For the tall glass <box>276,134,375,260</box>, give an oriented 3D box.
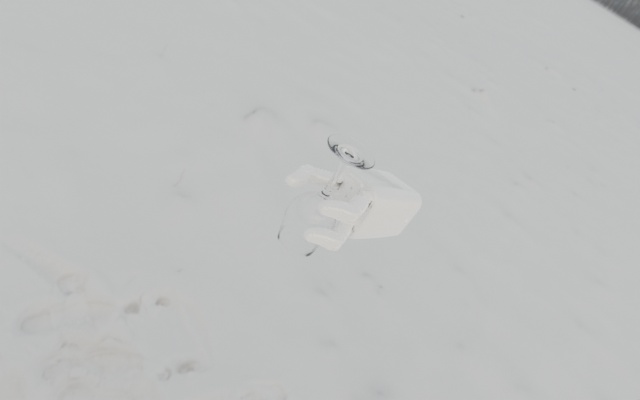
[{"bbox_3d":[0.000,0.002,0.712,0.079,0.201,0.079,21,35,-16],"label":"tall glass"}]
